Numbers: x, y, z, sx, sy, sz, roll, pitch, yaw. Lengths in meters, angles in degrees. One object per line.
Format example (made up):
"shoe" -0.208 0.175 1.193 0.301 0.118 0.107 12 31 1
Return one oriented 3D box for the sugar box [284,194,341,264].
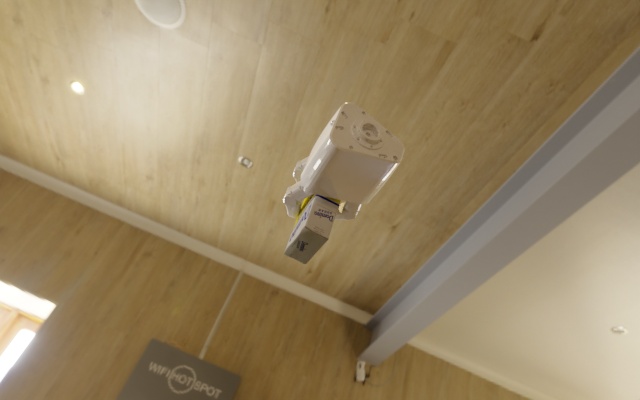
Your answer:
"sugar box" 0.000 0.002 0.745 0.048 0.176 0.093 28 -38 -7
